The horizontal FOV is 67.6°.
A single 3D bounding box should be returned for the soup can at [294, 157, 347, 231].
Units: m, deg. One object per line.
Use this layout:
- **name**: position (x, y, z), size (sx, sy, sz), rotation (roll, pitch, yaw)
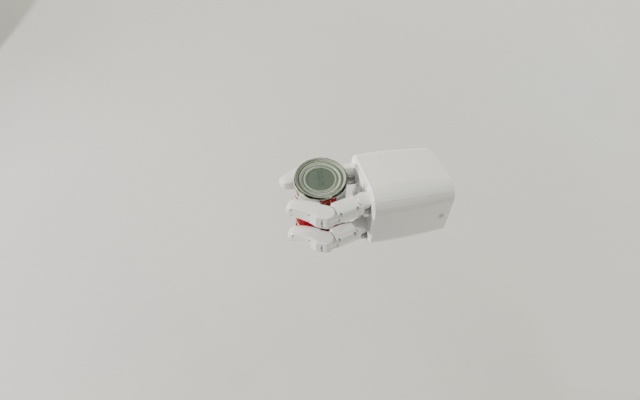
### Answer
- **soup can**: position (0.000, 0.002, 0.623), size (0.068, 0.068, 0.102), rotation (0, -37, -1)
